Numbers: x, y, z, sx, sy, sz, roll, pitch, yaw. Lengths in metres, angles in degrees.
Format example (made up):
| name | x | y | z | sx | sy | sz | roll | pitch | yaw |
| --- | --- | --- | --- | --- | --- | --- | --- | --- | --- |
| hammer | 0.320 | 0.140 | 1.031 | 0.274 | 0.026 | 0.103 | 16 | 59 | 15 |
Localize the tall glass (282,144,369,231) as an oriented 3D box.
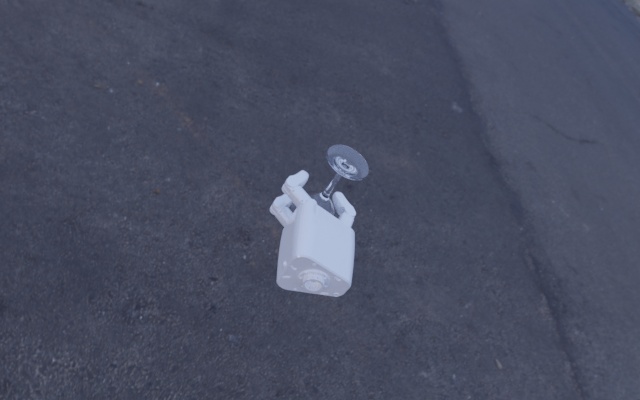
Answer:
| name | x | y | z | sx | sy | sz | roll | pitch | yaw |
| --- | --- | --- | --- | --- | --- | --- | --- | --- | --- |
| tall glass | 0.000 | 0.002 | 0.802 | 0.079 | 0.079 | 0.201 | 0 | -39 | -33 |
